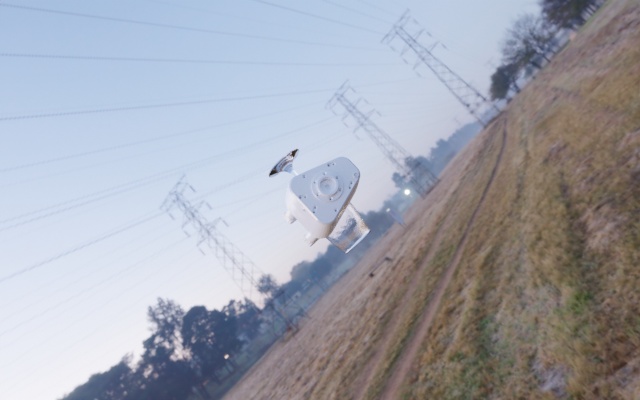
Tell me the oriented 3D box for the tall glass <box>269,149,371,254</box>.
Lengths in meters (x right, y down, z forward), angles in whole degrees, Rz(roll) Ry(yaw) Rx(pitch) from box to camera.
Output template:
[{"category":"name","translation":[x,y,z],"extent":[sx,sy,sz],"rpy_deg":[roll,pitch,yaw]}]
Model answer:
[{"category":"tall glass","translation":[0.000,0.002,0.861],"extent":[0.079,0.201,0.079],"rpy_deg":[-42,-7,-7]}]
